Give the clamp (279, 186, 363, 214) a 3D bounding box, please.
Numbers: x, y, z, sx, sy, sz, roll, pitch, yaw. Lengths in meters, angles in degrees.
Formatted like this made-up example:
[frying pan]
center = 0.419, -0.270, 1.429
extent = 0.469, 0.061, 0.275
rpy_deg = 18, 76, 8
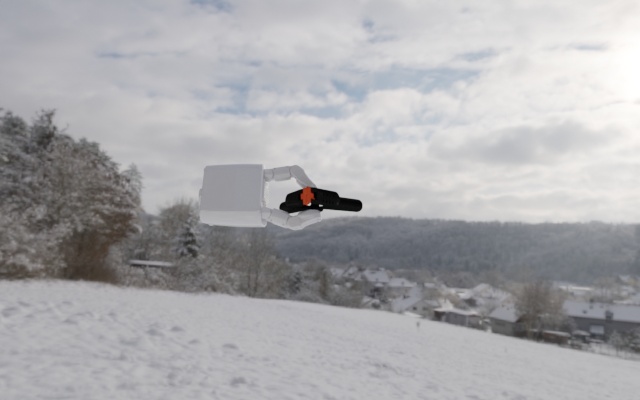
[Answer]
[clamp]
center = 0.000, 0.002, 0.858
extent = 0.164, 0.036, 0.210
rpy_deg = -2, -7, 0
